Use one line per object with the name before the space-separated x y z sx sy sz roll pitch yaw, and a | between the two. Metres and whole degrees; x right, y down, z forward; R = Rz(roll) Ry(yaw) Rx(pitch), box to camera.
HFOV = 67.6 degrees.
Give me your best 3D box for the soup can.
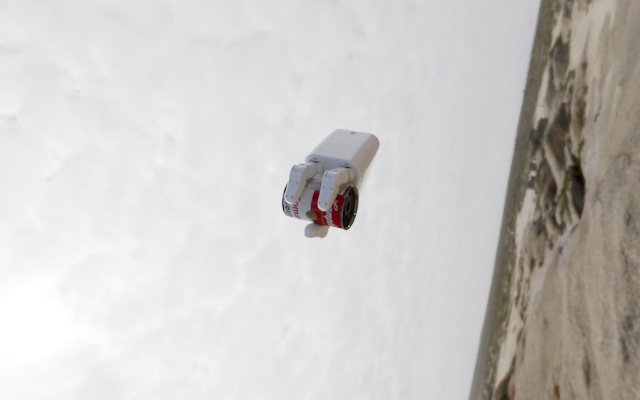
soup can | 0.000 0.003 0.736 0.102 0.068 0.068 12 5 23
